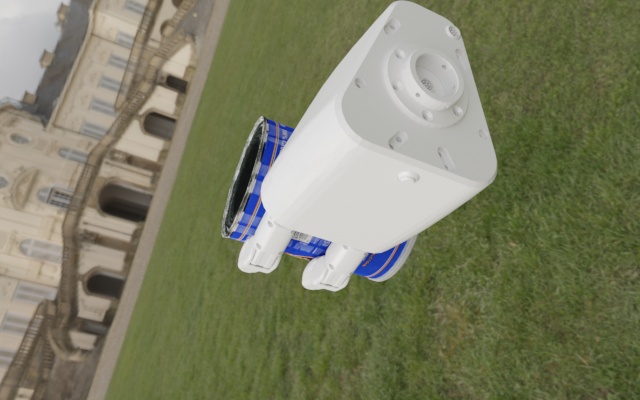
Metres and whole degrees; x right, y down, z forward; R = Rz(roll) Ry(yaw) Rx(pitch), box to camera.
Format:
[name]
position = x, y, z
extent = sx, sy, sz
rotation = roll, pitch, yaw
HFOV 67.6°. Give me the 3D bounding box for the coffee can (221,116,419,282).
[coffee can]
position = 0.000, 0.001, 0.404
extent = 0.140, 0.103, 0.103
rotation = 18, -6, -17
